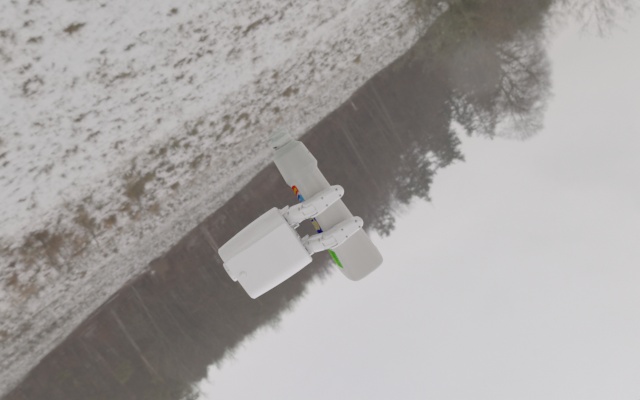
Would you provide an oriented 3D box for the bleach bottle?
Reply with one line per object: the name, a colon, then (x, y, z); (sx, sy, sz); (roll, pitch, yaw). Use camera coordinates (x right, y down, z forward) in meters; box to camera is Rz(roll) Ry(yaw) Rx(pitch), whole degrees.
bleach bottle: (0.000, 0.002, 0.729); (0.068, 0.251, 0.102); (-35, 15, -6)
